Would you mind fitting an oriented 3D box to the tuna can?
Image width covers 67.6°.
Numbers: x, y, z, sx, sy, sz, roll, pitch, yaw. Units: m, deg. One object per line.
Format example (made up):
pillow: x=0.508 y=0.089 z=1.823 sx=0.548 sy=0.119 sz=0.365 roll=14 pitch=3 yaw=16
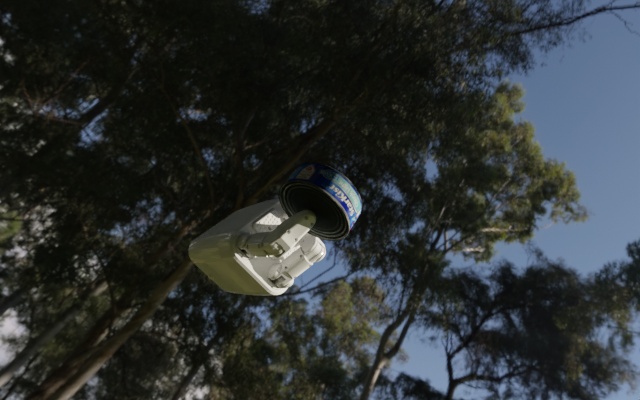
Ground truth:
tuna can: x=0.000 y=0.001 z=0.505 sx=0.086 sy=0.086 sz=0.033 roll=0 pitch=42 yaw=43
